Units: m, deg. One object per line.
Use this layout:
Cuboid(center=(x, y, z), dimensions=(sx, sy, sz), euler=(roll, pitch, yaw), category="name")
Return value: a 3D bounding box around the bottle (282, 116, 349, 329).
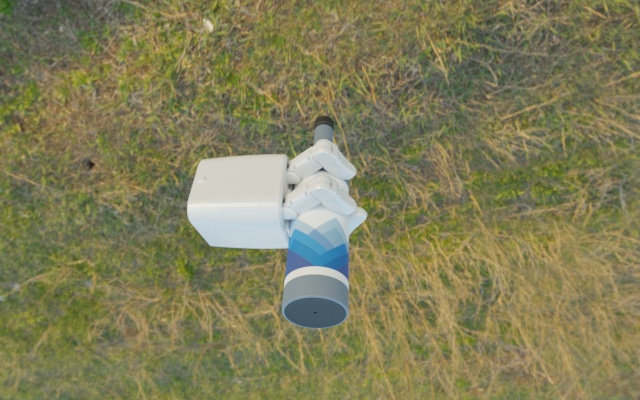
Cuboid(center=(0.000, 0.002, 0.569), dimensions=(0.069, 0.295, 0.069), euler=(2, -42, 1), category="bottle")
